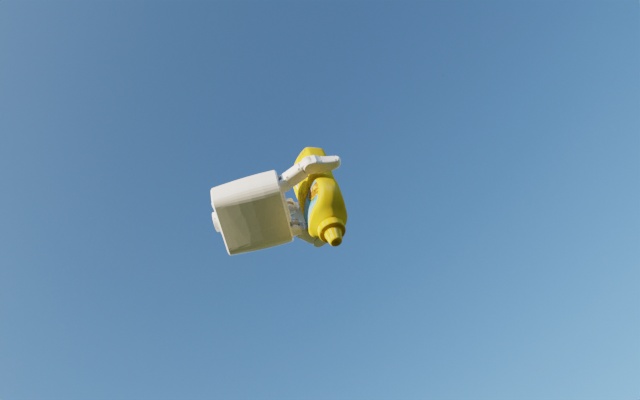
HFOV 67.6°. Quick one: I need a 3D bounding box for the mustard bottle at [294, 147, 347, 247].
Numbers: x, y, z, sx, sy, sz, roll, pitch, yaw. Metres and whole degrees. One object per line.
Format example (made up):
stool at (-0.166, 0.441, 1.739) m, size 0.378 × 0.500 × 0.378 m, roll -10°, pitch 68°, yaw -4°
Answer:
mustard bottle at (0.000, 0.002, 0.755) m, size 0.058 × 0.096 × 0.191 m, roll 4°, pitch 36°, yaw -19°
